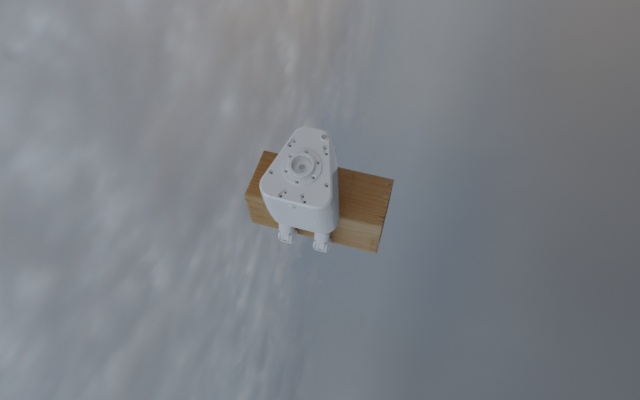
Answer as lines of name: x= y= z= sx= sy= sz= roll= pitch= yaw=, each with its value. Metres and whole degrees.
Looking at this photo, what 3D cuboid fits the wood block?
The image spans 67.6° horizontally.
wood block: x=0.000 y=0.002 z=0.742 sx=0.206 sy=0.090 sz=0.090 roll=14 pitch=-29 yaw=9
